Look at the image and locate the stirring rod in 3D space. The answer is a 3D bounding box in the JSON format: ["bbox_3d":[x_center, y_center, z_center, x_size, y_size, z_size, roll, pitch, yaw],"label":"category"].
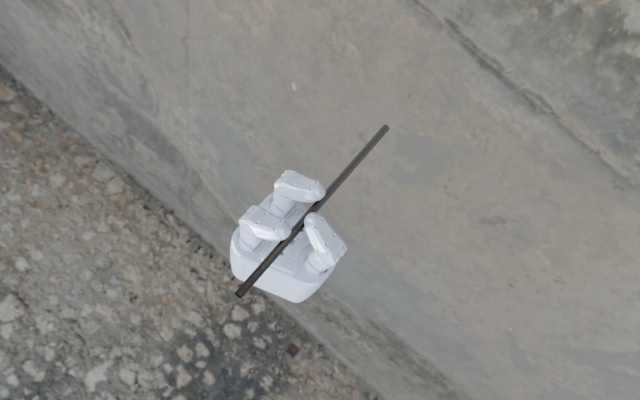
[{"bbox_3d":[0.000,0.002,0.467,0.239,0.011,0.011,-49,26,-26],"label":"stirring rod"}]
